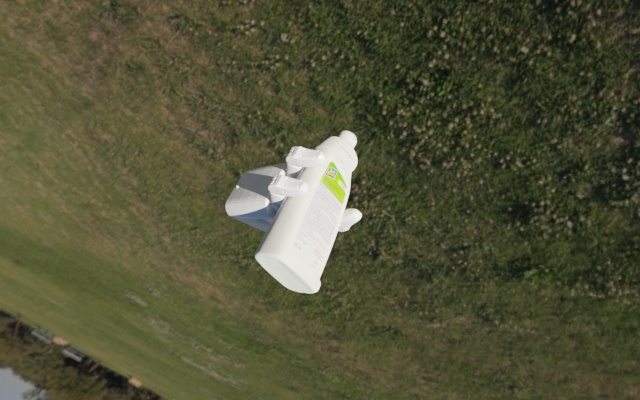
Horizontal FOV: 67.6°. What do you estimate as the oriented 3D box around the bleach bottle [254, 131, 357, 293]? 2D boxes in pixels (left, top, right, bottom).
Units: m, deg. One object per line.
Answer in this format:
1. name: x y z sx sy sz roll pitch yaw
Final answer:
1. bleach bottle: 0.000 0.002 0.702 0.068 0.250 0.103 -2 -40 41
